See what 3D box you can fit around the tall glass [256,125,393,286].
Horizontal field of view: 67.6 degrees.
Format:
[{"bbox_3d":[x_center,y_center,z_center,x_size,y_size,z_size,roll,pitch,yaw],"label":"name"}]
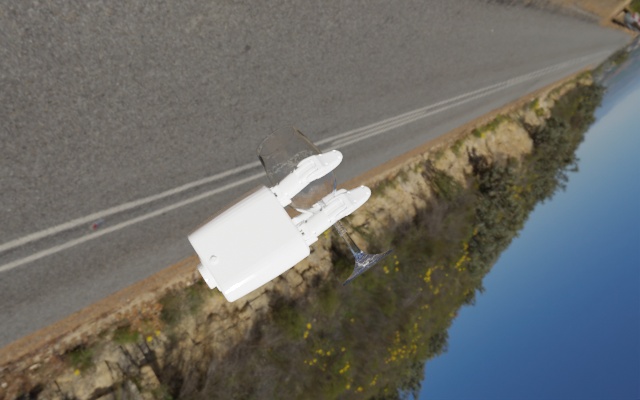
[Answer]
[{"bbox_3d":[0.001,0.002,0.591,0.079,0.201,0.079,-34,-11,-8],"label":"tall glass"}]
